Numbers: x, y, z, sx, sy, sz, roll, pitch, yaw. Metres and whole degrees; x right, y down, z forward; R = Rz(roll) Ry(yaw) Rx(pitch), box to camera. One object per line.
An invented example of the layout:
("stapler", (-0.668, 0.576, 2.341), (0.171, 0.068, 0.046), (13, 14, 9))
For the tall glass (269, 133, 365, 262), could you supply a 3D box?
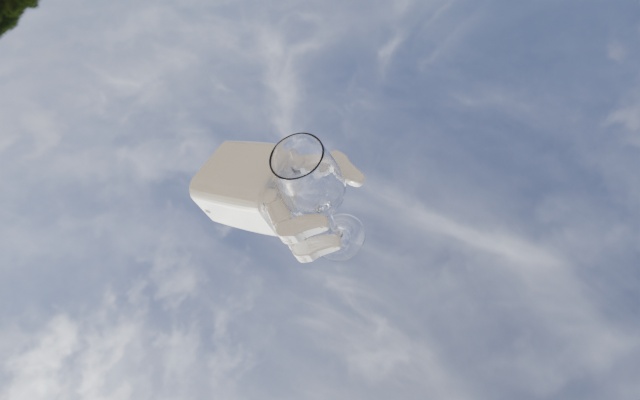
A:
("tall glass", (0.000, 0.002, 0.590), (0.079, 0.079, 0.201), (0, -30, 17))
